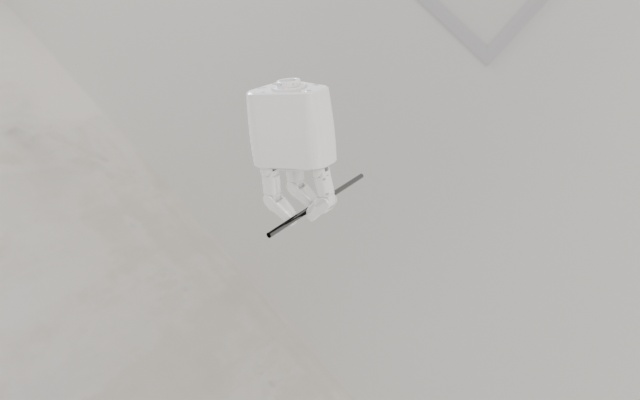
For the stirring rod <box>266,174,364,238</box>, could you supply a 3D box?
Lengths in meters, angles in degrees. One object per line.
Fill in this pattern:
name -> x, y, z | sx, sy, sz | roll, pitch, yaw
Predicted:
stirring rod -> 0.000, 0.002, 0.735 | 0.011, 0.011, 0.239 | 0, 22, 39
